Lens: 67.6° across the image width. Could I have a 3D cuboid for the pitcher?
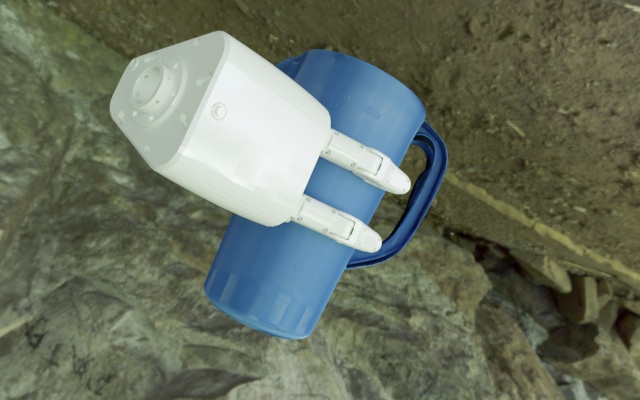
[{"bbox_3d":[0.000,0.001,0.445,0.149,0.243,0.145,21,-6,40],"label":"pitcher"}]
